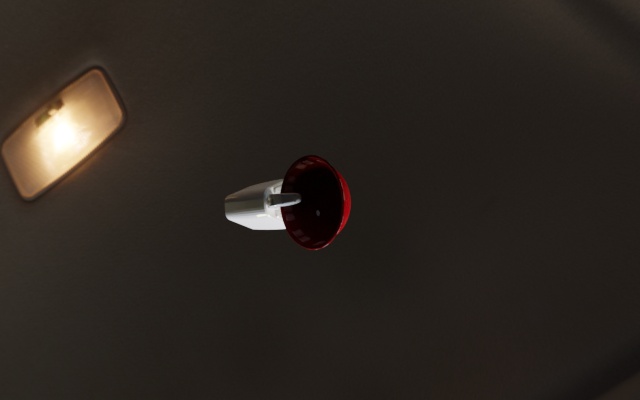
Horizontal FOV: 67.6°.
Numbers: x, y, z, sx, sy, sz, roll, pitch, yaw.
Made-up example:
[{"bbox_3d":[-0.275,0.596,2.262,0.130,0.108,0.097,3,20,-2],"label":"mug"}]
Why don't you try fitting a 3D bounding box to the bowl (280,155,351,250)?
[{"bbox_3d":[0.001,0.003,0.830,0.055,0.162,0.162,-2,1,-44],"label":"bowl"}]
